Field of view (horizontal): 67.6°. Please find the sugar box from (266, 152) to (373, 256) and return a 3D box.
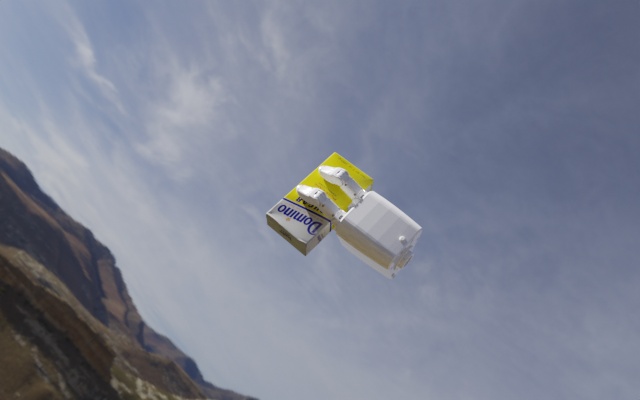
[{"bbox_3d":[0.000,0.002,0.823,0.093,0.176,0.048,37,-28,20],"label":"sugar box"}]
